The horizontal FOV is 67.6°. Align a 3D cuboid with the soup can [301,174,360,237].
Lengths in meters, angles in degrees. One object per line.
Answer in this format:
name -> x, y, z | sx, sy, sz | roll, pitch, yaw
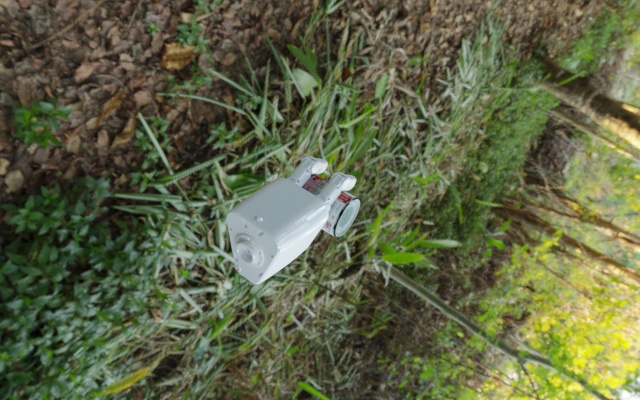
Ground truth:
soup can -> 0.001, 0.002, 0.728 | 0.102, 0.068, 0.068 | 30, 12, 22
